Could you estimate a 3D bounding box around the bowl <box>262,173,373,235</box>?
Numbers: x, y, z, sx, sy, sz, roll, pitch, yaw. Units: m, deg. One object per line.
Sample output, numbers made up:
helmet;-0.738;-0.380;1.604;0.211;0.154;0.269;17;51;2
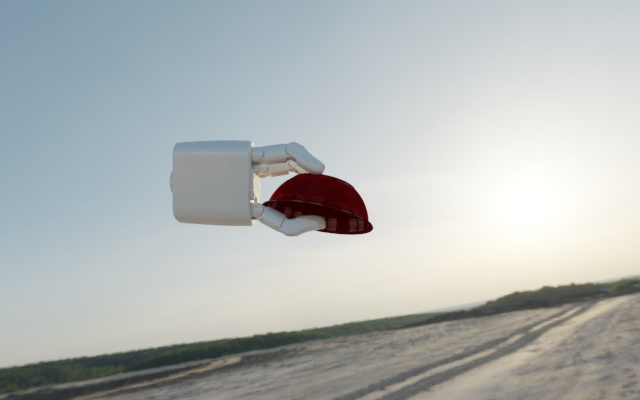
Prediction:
bowl;0.001;0.002;0.682;0.162;0.055;0.162;11;-15;3
